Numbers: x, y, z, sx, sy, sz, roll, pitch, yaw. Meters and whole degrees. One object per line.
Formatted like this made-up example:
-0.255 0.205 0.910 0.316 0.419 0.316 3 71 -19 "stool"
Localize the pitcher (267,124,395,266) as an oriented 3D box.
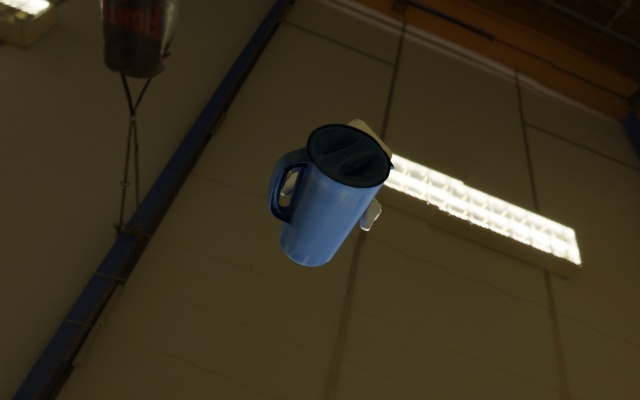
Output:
0.000 0.002 0.786 0.149 0.243 0.145 33 46 7 "pitcher"
